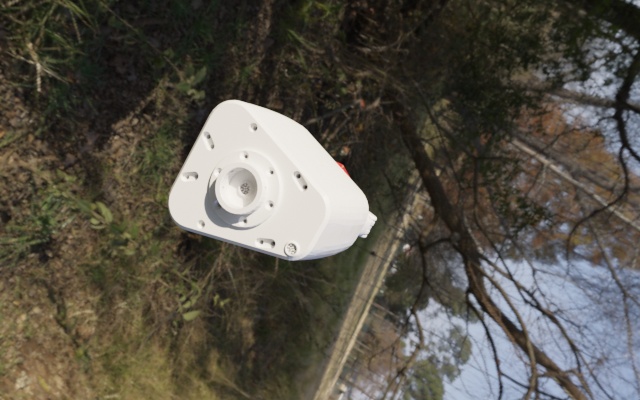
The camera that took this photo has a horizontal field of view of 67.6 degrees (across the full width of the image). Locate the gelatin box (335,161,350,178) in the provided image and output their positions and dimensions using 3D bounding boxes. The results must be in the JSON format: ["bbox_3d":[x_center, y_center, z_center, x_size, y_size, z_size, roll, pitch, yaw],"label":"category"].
[{"bbox_3d":[0.001,0.002,0.482,0.030,0.073,0.089,31,-6,20],"label":"gelatin box"}]
